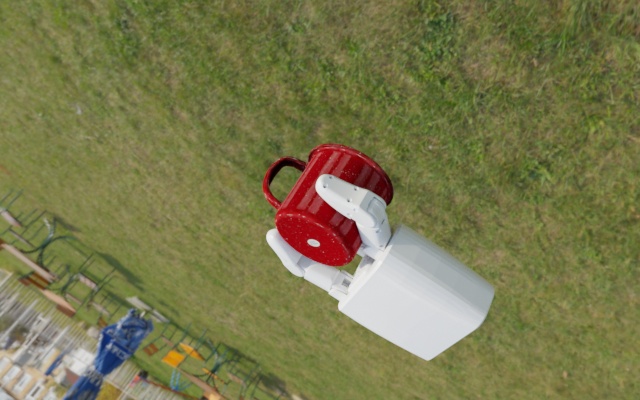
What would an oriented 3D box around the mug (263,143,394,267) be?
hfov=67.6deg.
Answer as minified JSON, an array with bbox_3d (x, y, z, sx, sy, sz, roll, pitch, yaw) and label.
[{"bbox_3d":[-0.001,0.001,0.449,0.117,0.081,0.093,31,-29,2],"label":"mug"}]
